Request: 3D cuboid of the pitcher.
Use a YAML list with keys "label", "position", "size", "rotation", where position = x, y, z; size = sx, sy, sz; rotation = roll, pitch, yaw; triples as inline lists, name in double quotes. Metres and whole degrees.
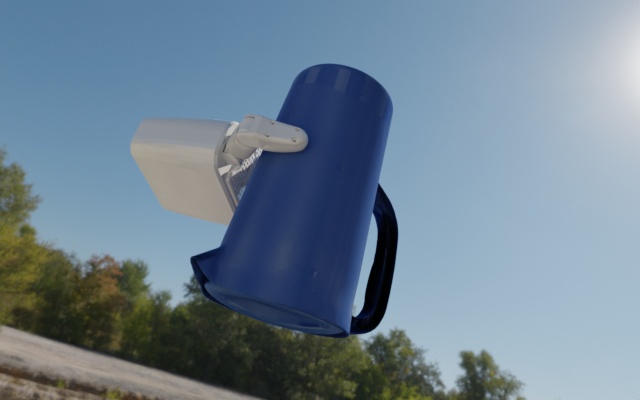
- label: "pitcher"
  position: [0.000, 0.001, 0.454]
  size: [0.145, 0.242, 0.149]
  rotation: [9, -23, 21]
